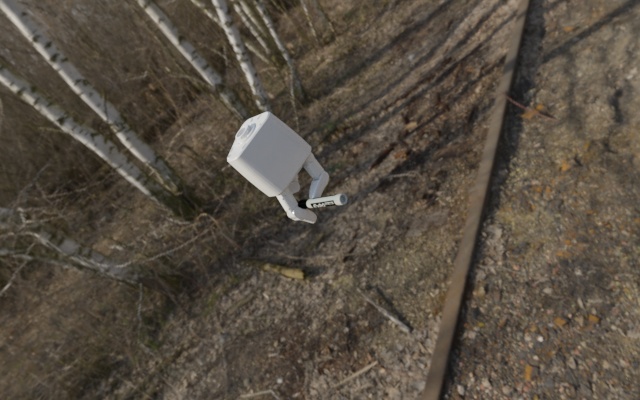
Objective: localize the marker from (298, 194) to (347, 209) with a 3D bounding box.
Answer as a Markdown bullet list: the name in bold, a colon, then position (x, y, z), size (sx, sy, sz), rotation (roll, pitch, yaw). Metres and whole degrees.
- **marker**: position (0.000, 0.003, 0.847), size (0.020, 0.020, 0.121), rotation (0, -5, -40)
